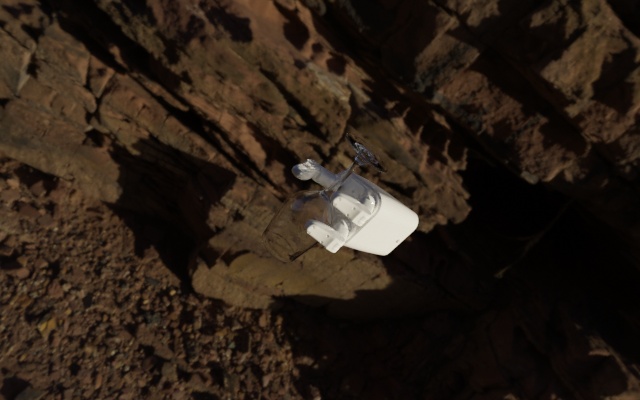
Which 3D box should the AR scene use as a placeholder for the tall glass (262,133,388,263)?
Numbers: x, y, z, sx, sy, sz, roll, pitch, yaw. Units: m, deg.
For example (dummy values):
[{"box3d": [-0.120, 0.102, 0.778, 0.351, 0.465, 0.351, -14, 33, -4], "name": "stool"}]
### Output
[{"box3d": [0.000, 0.002, 0.676, 0.201, 0.079, 0.079, -46, -21, 22], "name": "tall glass"}]
